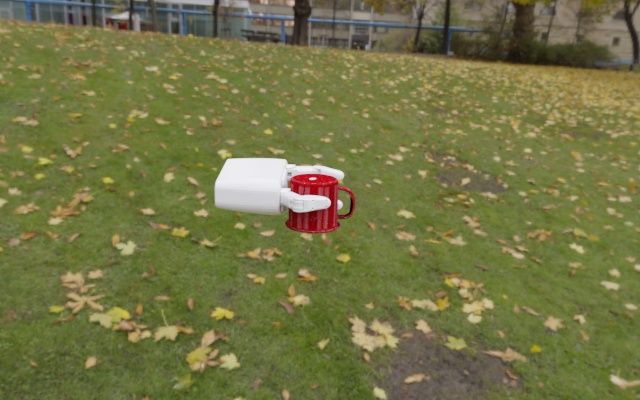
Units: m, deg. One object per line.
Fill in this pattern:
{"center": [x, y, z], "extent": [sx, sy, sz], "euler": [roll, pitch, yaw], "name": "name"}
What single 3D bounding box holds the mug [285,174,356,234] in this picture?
{"center": [0.002, 0.002, 0.796], "extent": [0.117, 0.081, 0.093], "euler": [2, 15, 1], "name": "mug"}
